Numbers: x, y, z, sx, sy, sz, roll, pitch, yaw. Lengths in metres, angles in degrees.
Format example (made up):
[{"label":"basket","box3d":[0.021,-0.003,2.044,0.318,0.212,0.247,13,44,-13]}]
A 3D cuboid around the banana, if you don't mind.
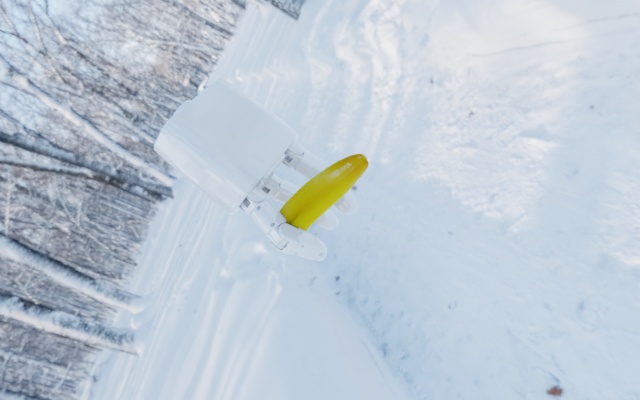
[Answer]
[{"label":"banana","box3d":[-0.015,0.012,0.507,0.069,0.037,0.198,-32,-11,-31]}]
